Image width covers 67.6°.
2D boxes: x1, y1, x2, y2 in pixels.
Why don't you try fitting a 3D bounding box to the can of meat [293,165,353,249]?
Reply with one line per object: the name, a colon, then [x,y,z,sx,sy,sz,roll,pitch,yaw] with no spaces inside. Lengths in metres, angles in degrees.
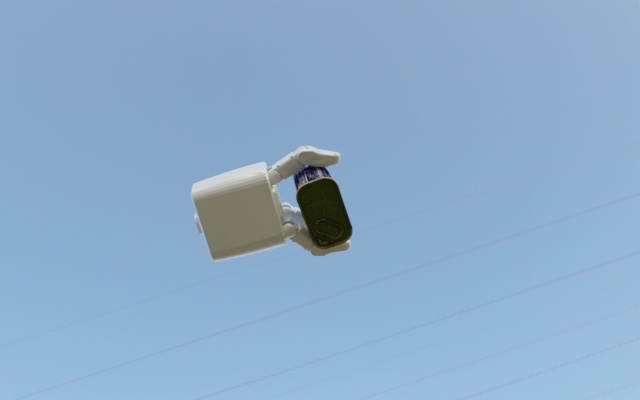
can of meat: [0.000,0.002,0.664,0.057,0.102,0.084,-20,25,0]
